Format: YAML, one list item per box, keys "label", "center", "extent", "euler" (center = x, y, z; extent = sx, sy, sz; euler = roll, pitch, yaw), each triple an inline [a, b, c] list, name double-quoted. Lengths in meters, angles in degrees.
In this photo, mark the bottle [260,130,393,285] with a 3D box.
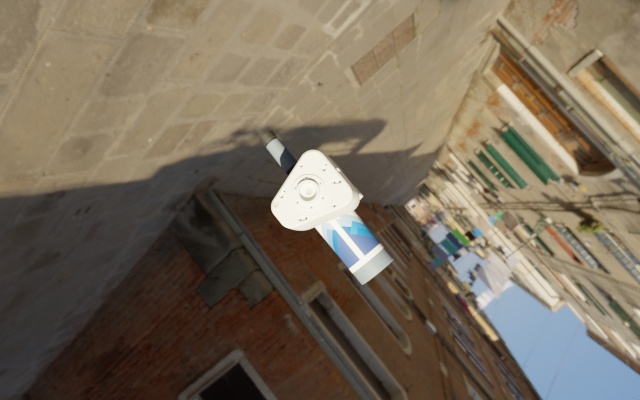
- label: "bottle"
  center: [0.000, 0.003, 0.790]
  extent: [0.069, 0.295, 0.069]
  euler: [-39, -7, -6]
